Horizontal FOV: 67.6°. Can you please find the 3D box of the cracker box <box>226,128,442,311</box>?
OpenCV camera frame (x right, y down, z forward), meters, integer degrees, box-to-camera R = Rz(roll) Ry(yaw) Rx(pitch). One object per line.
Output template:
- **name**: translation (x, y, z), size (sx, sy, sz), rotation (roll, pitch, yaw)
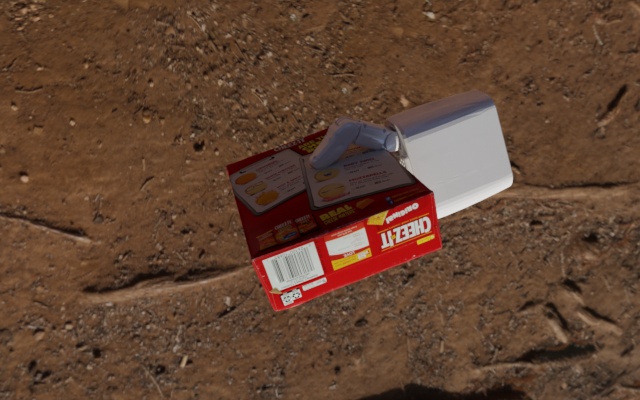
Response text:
- **cracker box**: translation (0.000, 0.002, 0.495), size (0.164, 0.072, 0.213), rotation (-21, 29, -7)
